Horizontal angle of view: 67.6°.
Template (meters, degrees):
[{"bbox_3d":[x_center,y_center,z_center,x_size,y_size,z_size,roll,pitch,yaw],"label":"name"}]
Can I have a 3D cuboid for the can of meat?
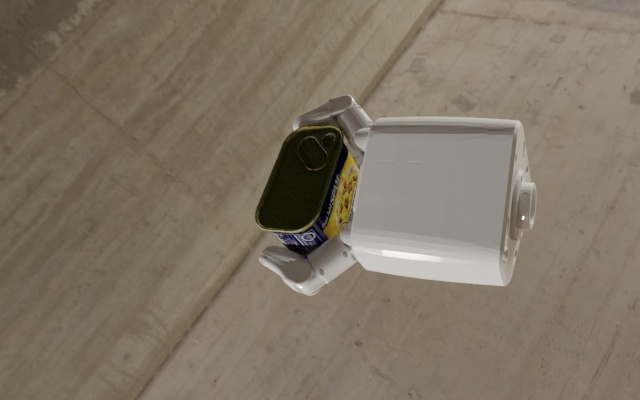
[{"bbox_3d":[0.000,0.002,0.408,0.057,0.102,0.084,2,-31,30],"label":"can of meat"}]
